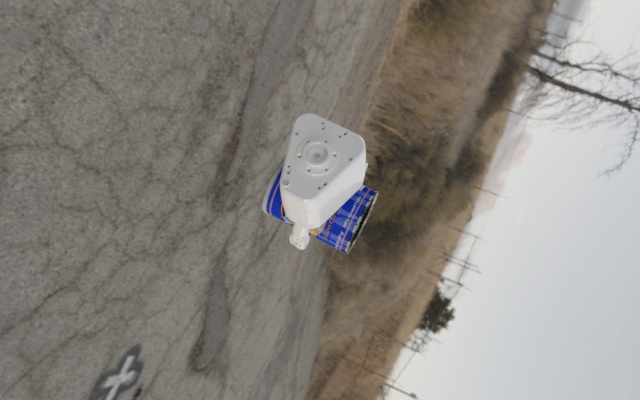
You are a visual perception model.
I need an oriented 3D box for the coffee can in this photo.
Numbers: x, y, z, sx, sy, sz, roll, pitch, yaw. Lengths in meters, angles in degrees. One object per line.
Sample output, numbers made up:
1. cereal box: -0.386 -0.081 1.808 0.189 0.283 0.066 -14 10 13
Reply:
1. coffee can: 0.000 0.002 0.705 0.140 0.103 0.103 26 5 10
